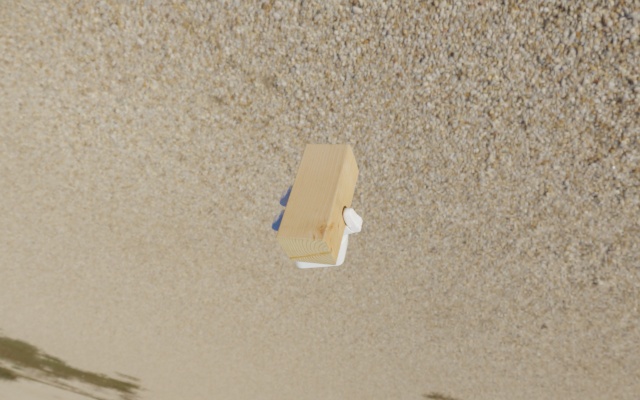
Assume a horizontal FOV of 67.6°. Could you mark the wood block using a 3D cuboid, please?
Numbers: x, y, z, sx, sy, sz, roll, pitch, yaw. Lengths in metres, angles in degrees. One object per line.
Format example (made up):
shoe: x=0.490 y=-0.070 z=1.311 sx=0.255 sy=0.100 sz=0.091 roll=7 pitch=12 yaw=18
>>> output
wood block: x=0.000 y=0.003 z=0.872 sx=0.091 sy=0.206 sz=0.090 roll=3 pitch=-33 yaw=20
